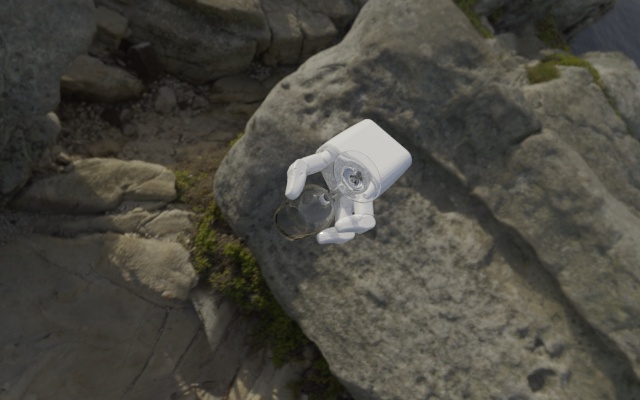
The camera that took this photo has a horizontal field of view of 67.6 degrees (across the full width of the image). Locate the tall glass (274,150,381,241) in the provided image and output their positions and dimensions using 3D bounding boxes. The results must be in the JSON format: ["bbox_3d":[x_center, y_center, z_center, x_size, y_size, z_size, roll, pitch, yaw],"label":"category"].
[{"bbox_3d":[0.000,0.002,0.696,0.079,0.079,0.201,0,-20,-32],"label":"tall glass"}]
